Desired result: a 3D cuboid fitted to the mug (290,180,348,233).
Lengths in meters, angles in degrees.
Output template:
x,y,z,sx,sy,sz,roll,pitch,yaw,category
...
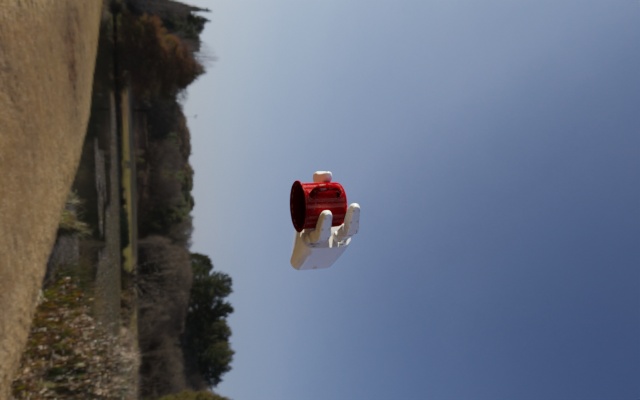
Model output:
x,y,z,sx,sy,sz,roll,pitch,yaw,category
0.001,0.002,0.845,0.081,0.093,0.117,-3,-29,-21,mug
